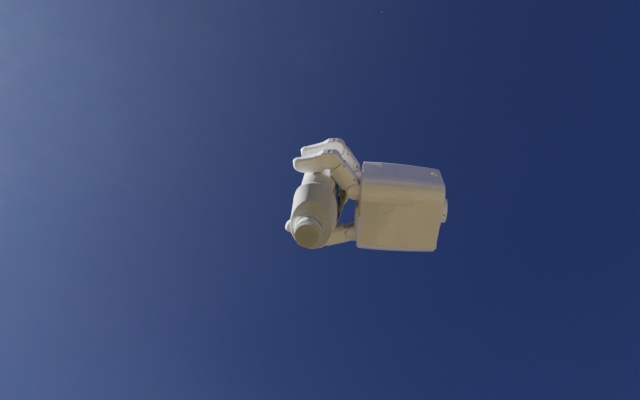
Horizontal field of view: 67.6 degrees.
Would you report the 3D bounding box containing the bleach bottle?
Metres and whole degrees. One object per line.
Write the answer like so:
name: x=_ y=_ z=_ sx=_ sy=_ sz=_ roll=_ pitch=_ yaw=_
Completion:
bleach bottle: x=0.000 y=0.002 z=0.646 sx=0.068 sy=0.103 sz=0.250 roll=4 pitch=22 yaw=6
